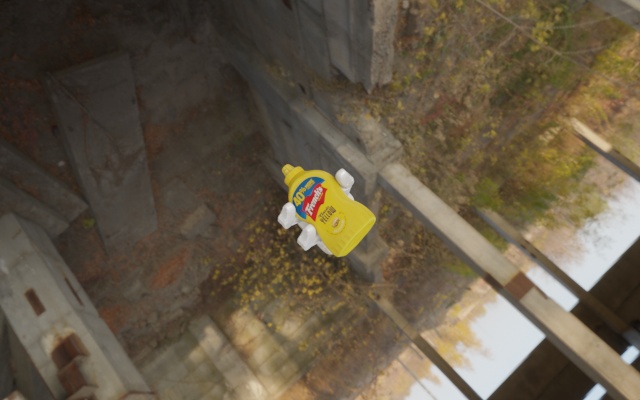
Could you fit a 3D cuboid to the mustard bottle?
[{"bbox_3d":[0.000,0.003,0.847,0.191,0.096,0.058,45,17,19],"label":"mustard bottle"}]
